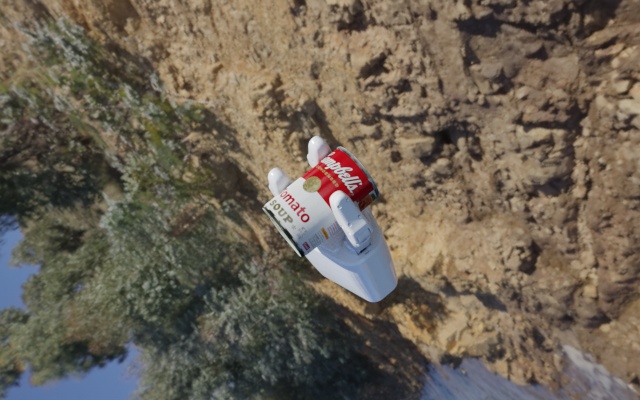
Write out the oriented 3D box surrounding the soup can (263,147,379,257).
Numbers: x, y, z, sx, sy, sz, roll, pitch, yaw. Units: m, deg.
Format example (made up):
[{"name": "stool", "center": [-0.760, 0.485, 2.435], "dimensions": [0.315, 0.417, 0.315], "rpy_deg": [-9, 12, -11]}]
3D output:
[{"name": "soup can", "center": [0.000, 0.002, 0.492], "dimensions": [0.102, 0.068, 0.068], "rpy_deg": [-38, 6, -8]}]
